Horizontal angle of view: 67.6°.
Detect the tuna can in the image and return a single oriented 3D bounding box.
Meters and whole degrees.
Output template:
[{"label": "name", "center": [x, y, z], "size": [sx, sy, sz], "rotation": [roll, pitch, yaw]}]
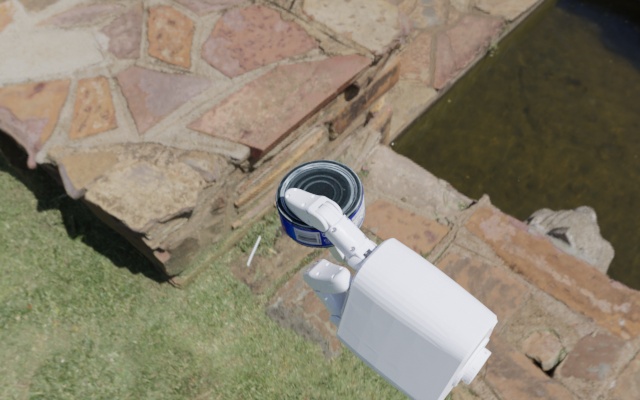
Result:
[{"label": "tuna can", "center": [0.000, 0.001, 0.464], "size": [0.086, 0.086, 0.034], "rotation": [0, -37, 8]}]
